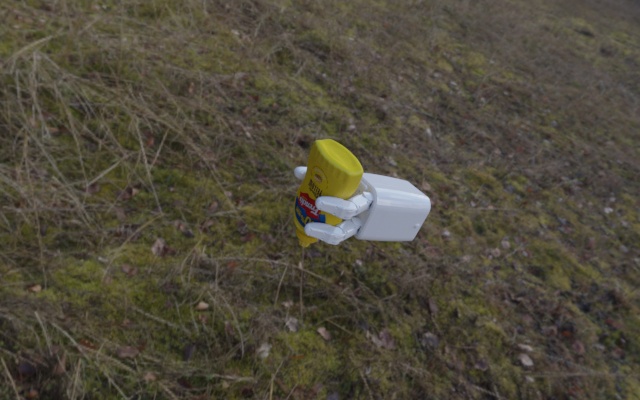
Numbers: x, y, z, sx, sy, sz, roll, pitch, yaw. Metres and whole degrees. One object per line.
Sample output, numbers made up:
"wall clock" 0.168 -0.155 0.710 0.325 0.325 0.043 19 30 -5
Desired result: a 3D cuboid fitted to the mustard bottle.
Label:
"mustard bottle" 0.000 0.002 0.779 0.058 0.192 0.096 -14 48 -40
